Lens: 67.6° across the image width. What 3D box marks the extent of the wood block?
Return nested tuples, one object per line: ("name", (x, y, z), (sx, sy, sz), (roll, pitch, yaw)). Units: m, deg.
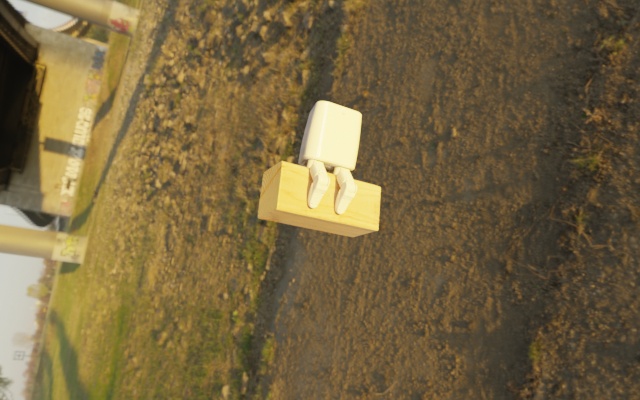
("wood block", (0.000, 0.003, 0.884), (0.206, 0.090, 0.091), (13, -17, -26))
